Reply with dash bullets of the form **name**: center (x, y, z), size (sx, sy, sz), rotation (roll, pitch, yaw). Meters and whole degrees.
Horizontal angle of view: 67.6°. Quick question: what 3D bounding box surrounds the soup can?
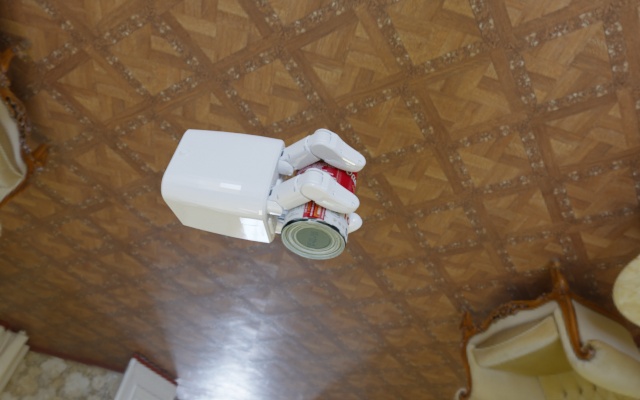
- **soup can**: center (0.001, 0.002, 0.501), size (0.068, 0.102, 0.069), rotation (7, -39, 6)
